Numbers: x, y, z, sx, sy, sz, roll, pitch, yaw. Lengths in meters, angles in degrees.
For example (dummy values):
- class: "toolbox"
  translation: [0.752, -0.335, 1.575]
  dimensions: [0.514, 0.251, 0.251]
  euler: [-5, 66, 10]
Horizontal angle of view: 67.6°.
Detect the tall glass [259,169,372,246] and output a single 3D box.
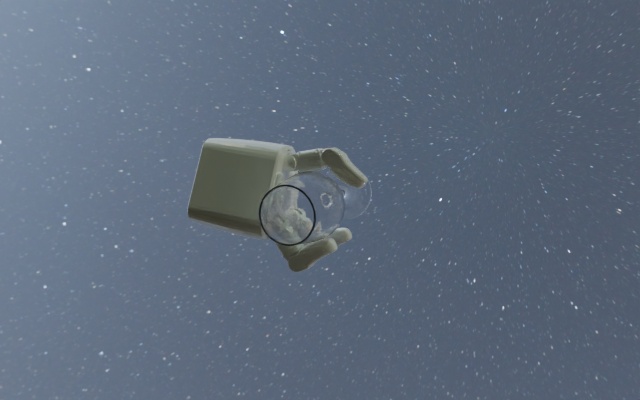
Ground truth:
- class: "tall glass"
  translation: [0.000, 0.002, 0.563]
  dimensions: [0.079, 0.079, 0.201]
  euler: [0, 8, 20]
